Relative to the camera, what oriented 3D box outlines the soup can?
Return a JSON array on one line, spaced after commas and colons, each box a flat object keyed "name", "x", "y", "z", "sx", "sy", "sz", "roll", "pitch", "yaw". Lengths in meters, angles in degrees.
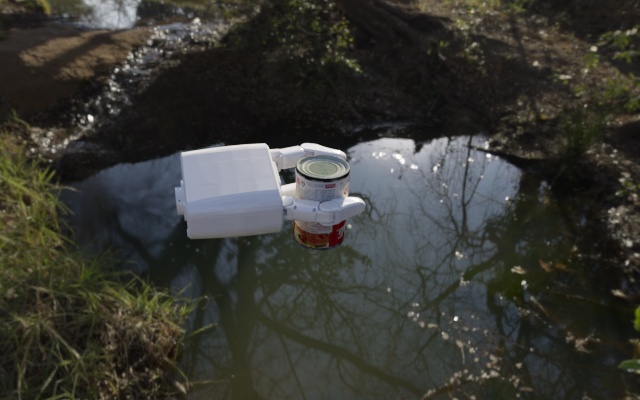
[{"name": "soup can", "x": 0.001, "y": 0.002, "z": 0.596, "sx": 0.068, "sy": 0.102, "sz": 0.068, "roll": 3, "pitch": 31, "yaw": -2}]
